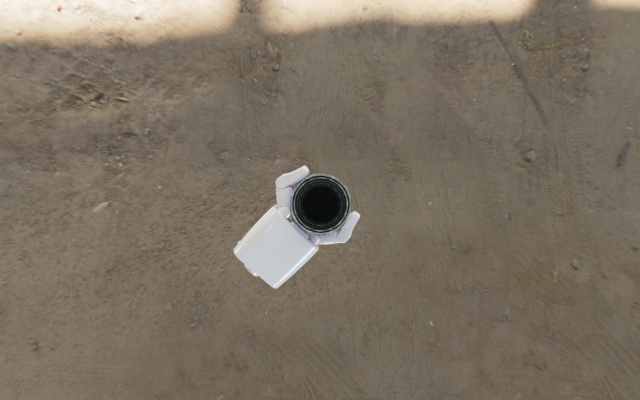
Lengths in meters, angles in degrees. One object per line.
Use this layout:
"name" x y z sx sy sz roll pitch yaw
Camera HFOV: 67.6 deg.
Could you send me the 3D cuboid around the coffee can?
"coffee can" 0.000 0.003 0.862 0.103 0.103 0.140 0 3 0
